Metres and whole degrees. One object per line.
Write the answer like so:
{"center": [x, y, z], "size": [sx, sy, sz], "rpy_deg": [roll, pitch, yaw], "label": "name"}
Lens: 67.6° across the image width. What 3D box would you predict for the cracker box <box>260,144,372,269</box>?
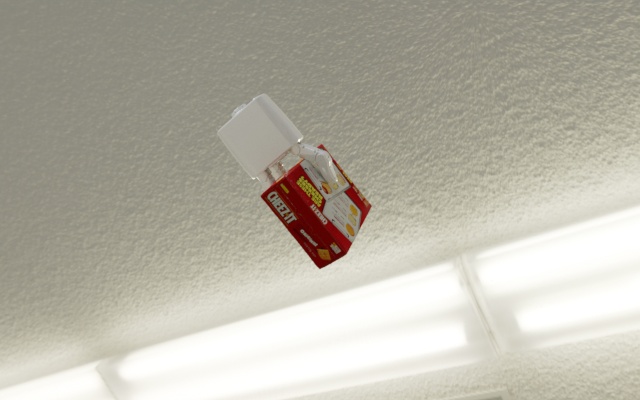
{"center": [0.000, 0.003, 0.870], "size": [0.072, 0.164, 0.213], "rpy_deg": [-36, 7, 27], "label": "cracker box"}
